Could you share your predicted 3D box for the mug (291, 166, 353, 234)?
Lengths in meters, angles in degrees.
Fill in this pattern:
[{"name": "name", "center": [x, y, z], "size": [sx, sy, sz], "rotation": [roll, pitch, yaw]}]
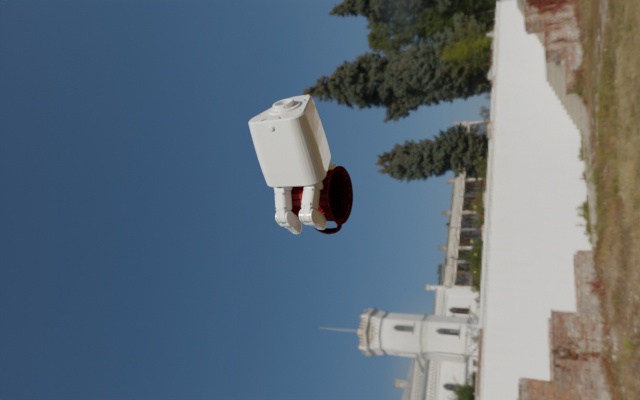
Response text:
[{"name": "mug", "center": [0.000, 0.004, 0.776], "size": [0.081, 0.117, 0.093], "rotation": [-1, 30, 28]}]
